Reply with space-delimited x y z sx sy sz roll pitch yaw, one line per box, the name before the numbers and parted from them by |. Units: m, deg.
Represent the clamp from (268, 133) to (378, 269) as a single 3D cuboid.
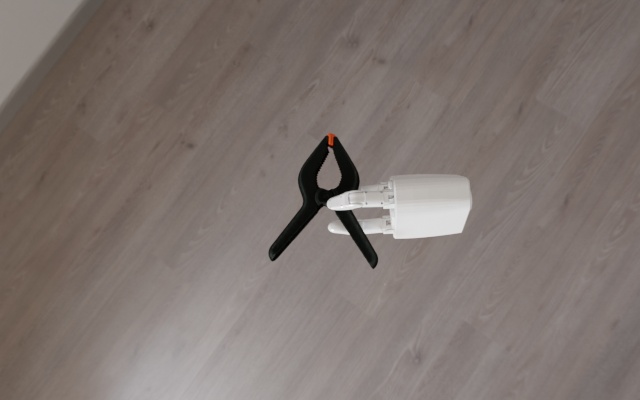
clamp | 0.000 0.002 0.730 0.164 0.210 0.036 -3 -10 4
